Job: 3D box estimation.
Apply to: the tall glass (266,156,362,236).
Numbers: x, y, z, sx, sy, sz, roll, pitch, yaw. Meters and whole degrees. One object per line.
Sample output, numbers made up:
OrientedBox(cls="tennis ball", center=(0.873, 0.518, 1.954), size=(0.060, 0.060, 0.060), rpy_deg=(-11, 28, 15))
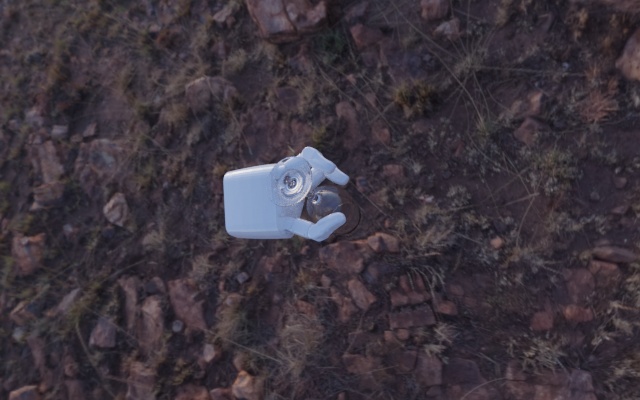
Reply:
OrientedBox(cls="tall glass", center=(0.000, 0.002, 0.748), size=(0.079, 0.079, 0.201), rpy_deg=(0, -17, 29))
